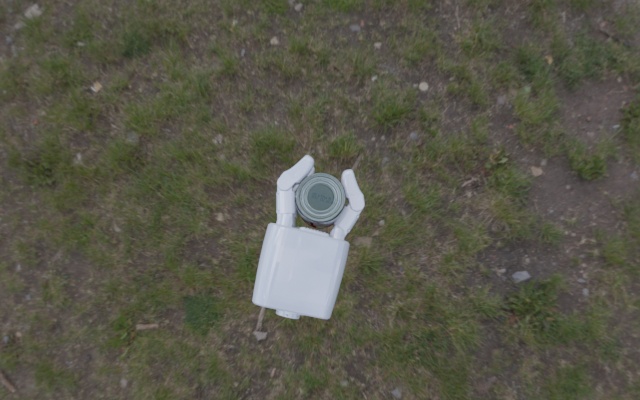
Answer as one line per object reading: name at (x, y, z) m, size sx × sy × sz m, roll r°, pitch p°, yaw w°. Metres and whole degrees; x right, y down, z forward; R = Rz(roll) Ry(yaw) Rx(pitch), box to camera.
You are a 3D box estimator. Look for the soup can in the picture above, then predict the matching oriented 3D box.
soup can at (0.000, 0.002, 0.668) m, size 0.068 × 0.068 × 0.102 m, roll 0°, pitch -7°, yaw 0°
